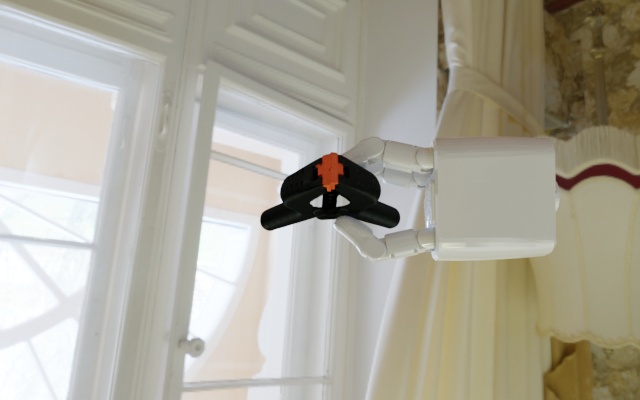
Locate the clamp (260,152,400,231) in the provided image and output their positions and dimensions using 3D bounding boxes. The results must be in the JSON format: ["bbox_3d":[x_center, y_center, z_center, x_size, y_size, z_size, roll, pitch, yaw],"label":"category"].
[{"bbox_3d":[0.000,0.002,0.484,0.164,0.036,0.210,-4,-15,7],"label":"clamp"}]
